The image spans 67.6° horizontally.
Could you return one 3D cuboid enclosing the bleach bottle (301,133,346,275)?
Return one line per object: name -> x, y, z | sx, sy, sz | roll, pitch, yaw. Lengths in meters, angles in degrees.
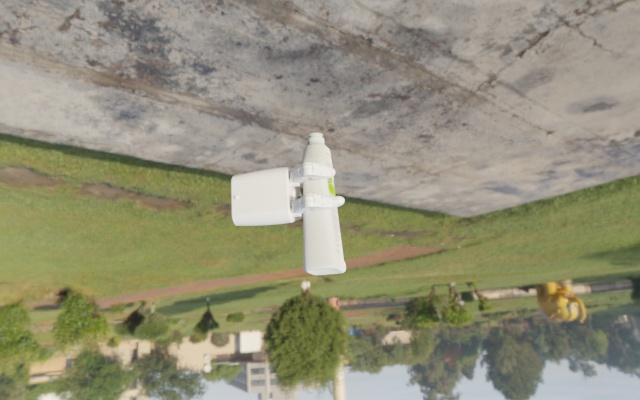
bleach bottle -> 0.000, 0.003, 0.859 | 0.068, 0.250, 0.102 | -6, -15, 9
